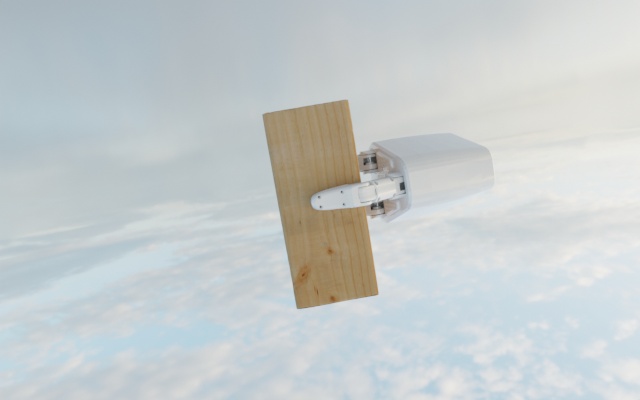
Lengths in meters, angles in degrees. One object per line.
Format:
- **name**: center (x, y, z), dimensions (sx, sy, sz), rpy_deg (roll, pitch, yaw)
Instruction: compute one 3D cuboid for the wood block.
- **wood block**: center (0.001, 0.002, 0.531), dimensions (0.090, 0.206, 0.091), rpy_deg (-10, 6, -1)
